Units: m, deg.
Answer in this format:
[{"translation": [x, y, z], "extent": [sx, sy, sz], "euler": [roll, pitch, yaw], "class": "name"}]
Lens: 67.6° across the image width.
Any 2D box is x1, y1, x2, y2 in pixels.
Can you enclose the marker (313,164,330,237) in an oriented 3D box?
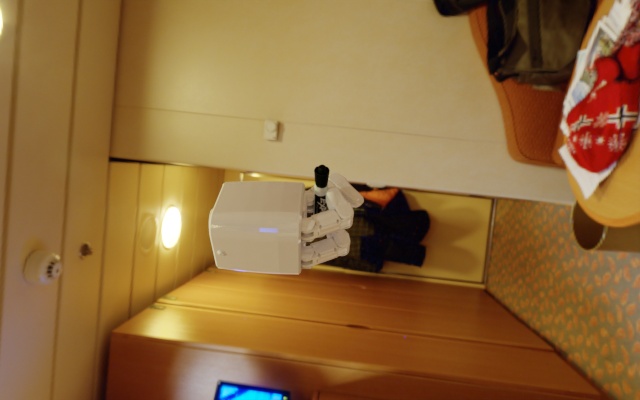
[{"translation": [0.000, 0.002, 0.613], "extent": [0.020, 0.020, 0.121], "euler": [0, -44, -2], "class": "marker"}]
